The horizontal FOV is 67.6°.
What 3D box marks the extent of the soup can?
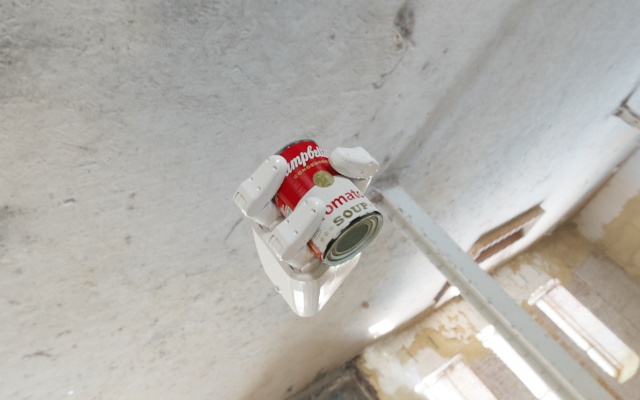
[{"bbox_3d":[0.000,0.001,0.435,0.068,0.068,0.102,0,43,-53],"label":"soup can"}]
